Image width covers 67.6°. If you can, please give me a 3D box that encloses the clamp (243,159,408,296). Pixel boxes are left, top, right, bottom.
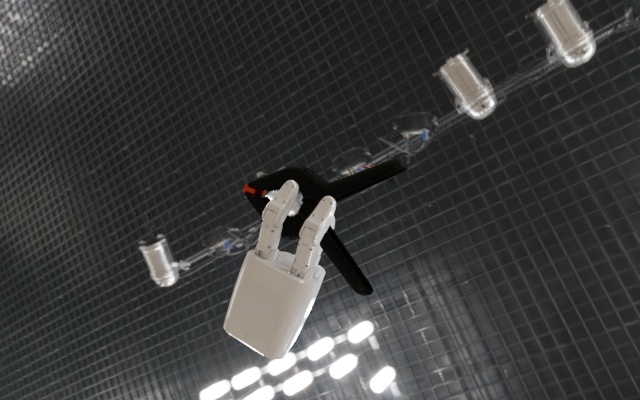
[{"bbox_3d":[0.000,0.002,0.598,0.210,0.164,0.036,24,4,24],"label":"clamp"}]
